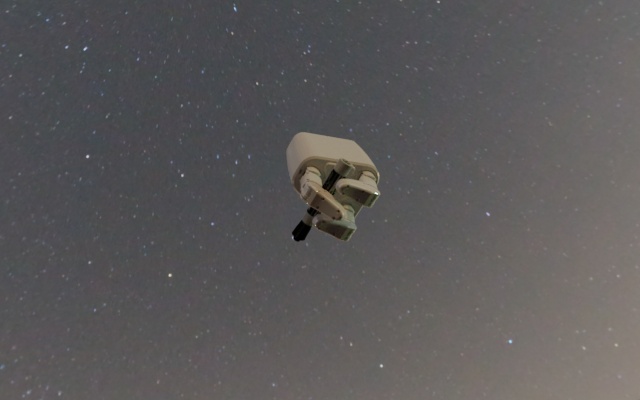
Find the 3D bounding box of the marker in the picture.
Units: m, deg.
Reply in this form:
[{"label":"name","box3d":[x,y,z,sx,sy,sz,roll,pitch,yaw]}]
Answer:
[{"label":"marker","box3d":[0.000,0.002,0.587,0.020,0.121,0.020,29,19,-11]}]
